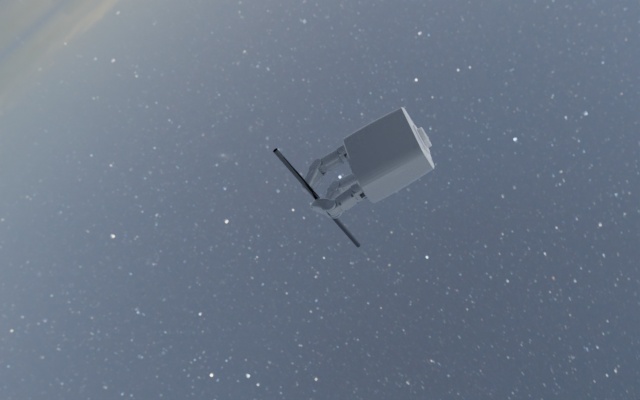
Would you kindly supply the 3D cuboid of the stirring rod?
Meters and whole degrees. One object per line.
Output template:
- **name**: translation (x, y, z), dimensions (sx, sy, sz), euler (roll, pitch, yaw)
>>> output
- **stirring rod**: translation (0.000, 0.002, 0.759), dimensions (0.011, 0.011, 0.240), euler (0, -39, 45)
